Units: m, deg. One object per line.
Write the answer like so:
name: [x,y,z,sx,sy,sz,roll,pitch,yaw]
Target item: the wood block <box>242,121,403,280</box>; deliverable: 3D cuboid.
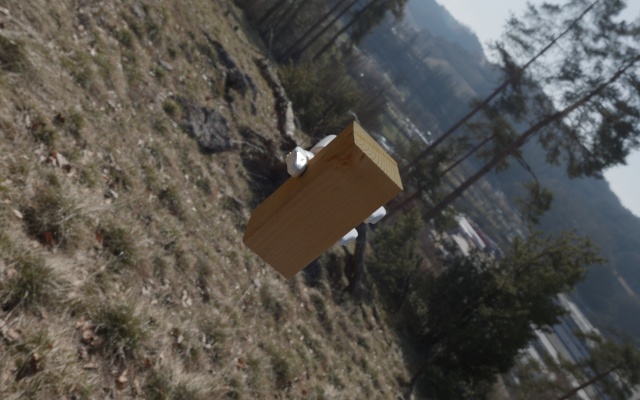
wood block: [0.000,0.002,0.651,0.206,0.091,0.090,-41,19,21]
